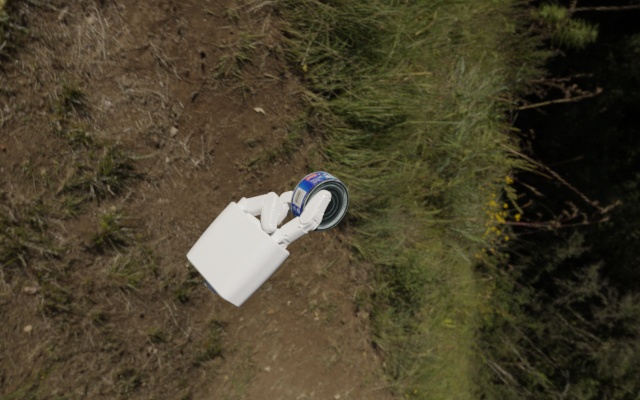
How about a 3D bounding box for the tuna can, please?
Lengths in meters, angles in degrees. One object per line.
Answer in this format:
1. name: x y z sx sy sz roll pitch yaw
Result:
1. tuna can: 0.000 0.002 0.709 0.086 0.086 0.033 0 21 -37
